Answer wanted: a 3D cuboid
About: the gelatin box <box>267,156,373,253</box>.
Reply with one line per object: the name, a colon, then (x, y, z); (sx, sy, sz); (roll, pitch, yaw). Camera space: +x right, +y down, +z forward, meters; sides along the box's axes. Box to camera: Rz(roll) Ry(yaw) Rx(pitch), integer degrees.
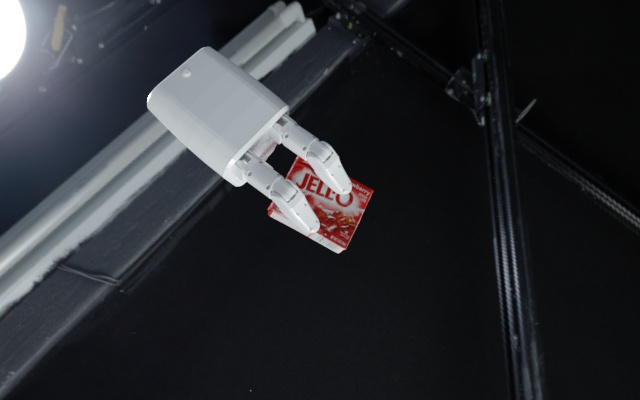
gelatin box: (0.000, 0.002, 0.500); (0.089, 0.073, 0.030); (29, -21, -6)
